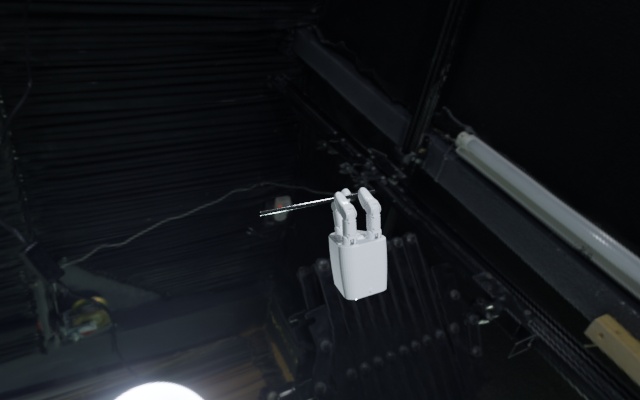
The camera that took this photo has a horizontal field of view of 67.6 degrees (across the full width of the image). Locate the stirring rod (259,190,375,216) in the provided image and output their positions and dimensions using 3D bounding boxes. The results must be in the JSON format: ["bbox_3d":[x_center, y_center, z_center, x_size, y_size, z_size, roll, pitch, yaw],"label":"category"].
[{"bbox_3d":[0.000,0.003,0.876,0.239,0.011,0.011,-11,5,-28],"label":"stirring rod"}]
